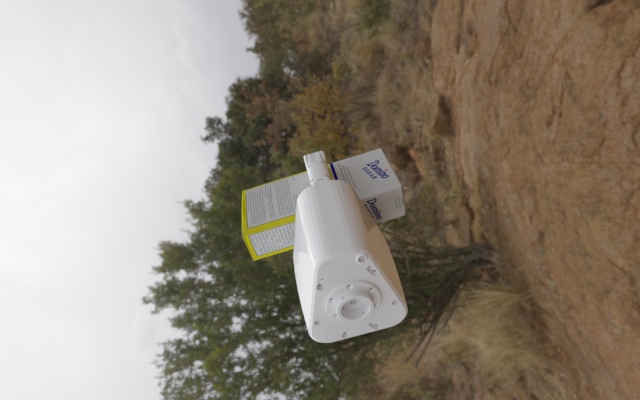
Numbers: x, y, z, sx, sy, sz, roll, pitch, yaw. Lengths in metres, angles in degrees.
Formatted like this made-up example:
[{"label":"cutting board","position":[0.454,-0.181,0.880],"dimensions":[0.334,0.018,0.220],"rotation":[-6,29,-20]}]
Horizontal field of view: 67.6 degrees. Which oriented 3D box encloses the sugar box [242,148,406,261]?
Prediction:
[{"label":"sugar box","position":[0.000,0.002,0.543],"dimensions":[0.176,0.048,0.093],"rotation":[-14,35,0]}]
